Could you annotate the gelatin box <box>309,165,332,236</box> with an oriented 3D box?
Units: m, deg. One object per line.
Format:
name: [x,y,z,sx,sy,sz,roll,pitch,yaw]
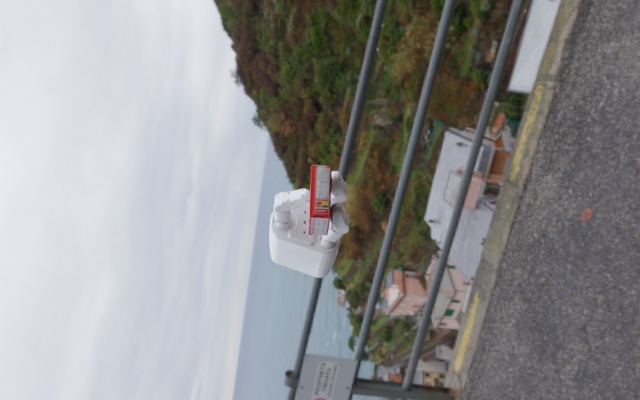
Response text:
gelatin box: [0.000,0.002,0.656,0.030,0.073,0.089,3,-20,0]
